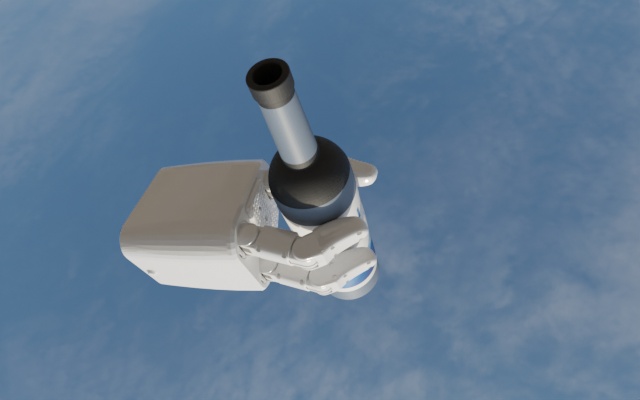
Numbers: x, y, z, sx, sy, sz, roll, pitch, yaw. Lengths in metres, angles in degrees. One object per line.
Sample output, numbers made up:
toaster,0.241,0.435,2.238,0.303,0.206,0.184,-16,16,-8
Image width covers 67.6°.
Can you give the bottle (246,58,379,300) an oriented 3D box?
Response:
bottle,0.000,0.001,0.404,0.069,0.069,0.296,0,-31,15
